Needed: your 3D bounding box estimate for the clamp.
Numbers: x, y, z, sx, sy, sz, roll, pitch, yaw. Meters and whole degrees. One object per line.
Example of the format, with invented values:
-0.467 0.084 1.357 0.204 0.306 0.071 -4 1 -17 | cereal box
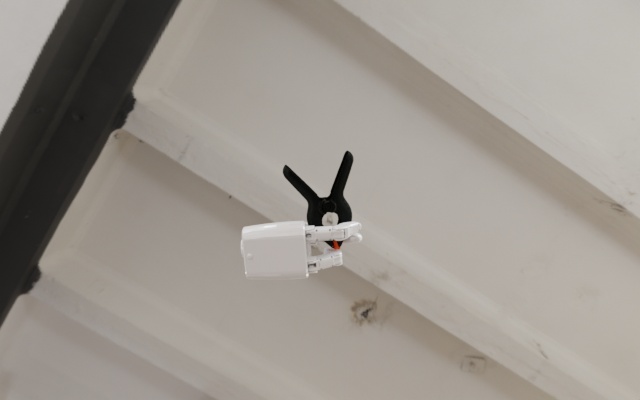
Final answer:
0.000 0.003 0.821 0.120 0.171 0.039 -3 13 2 | clamp
